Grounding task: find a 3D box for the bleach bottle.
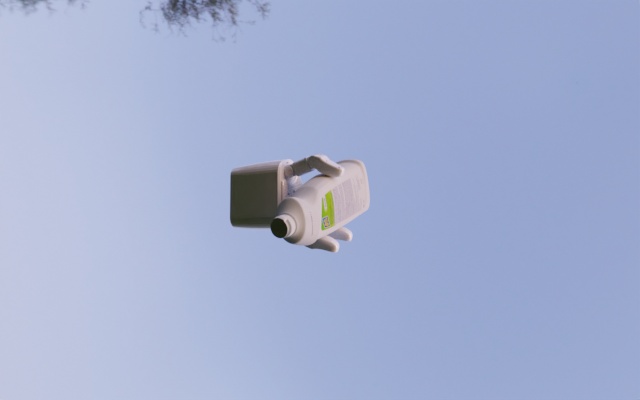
[{"bbox_3d":[0.000,0.003,0.748,0.068,0.102,0.251,-5,10,29],"label":"bleach bottle"}]
